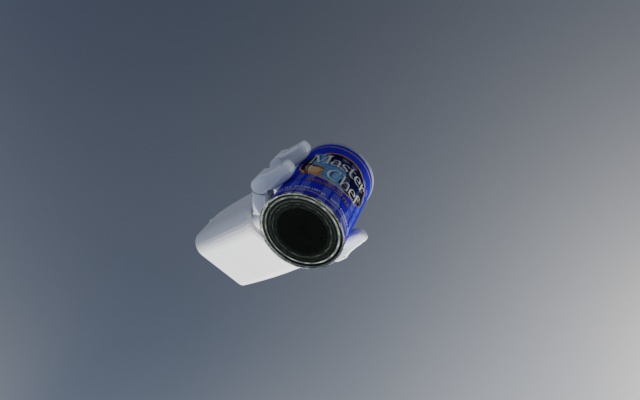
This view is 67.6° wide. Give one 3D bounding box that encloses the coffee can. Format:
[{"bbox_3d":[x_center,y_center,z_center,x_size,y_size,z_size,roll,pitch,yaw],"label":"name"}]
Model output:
[{"bbox_3d":[0.000,0.002,0.591,0.103,0.103,0.140,0,29,22],"label":"coffee can"}]
